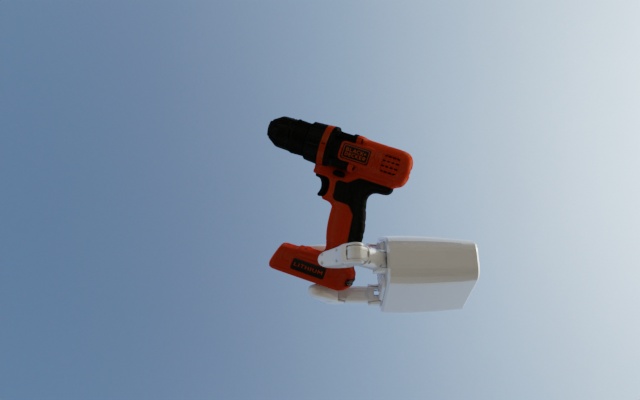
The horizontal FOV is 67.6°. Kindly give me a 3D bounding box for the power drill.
[{"bbox_3d":[0.000,0.002,0.584,0.184,0.187,0.057,19,4,12],"label":"power drill"}]
